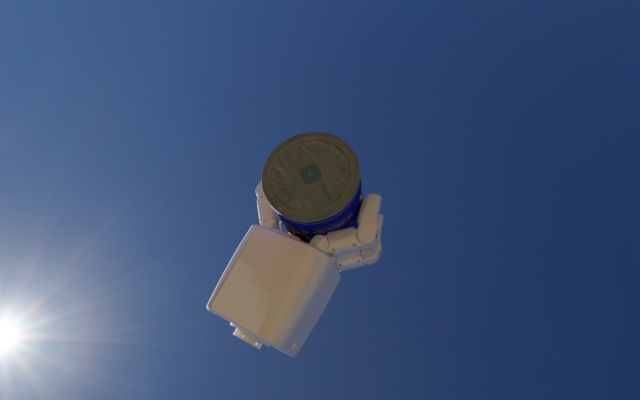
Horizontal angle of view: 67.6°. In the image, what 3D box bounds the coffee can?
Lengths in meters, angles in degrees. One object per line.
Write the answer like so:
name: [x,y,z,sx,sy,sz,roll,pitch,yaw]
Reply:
coffee can: [0.000,0.002,0.549,0.103,0.102,0.140,0,-25,10]
